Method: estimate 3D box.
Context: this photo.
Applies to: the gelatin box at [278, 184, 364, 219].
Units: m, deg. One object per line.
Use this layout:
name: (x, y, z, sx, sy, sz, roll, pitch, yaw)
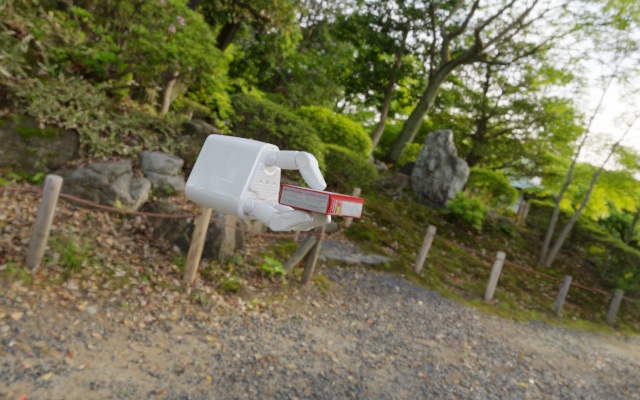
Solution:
gelatin box: (0.000, 0.002, 0.634, 0.089, 0.030, 0.073, 11, 1, 39)
